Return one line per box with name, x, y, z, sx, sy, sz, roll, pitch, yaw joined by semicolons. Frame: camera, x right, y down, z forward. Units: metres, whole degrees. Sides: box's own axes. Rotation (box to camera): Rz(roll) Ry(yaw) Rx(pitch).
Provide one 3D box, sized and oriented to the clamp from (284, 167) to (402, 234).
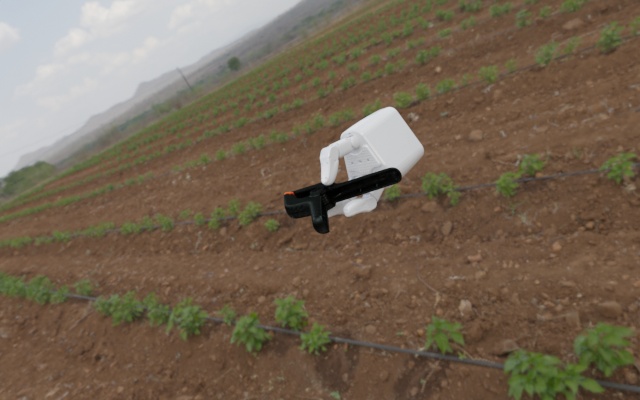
clamp;0.000;0.002;0.727;0.164;0.036;0.210;-35;19;-37
